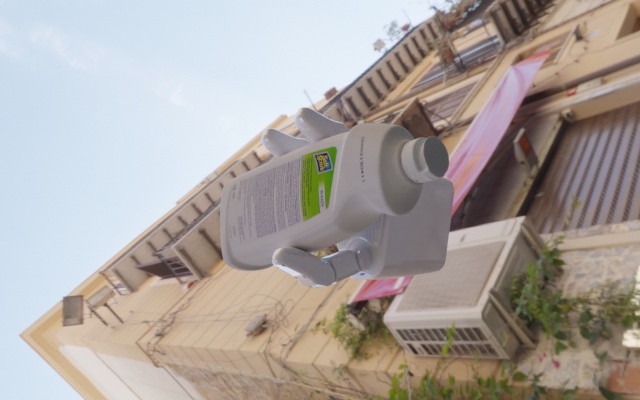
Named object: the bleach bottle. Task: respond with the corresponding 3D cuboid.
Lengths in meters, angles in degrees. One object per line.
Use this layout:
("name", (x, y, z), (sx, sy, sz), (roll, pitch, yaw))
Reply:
("bleach bottle", (0.000, 0.001, 0.416), (0.068, 0.102, 0.251), (4, -13, -39))
